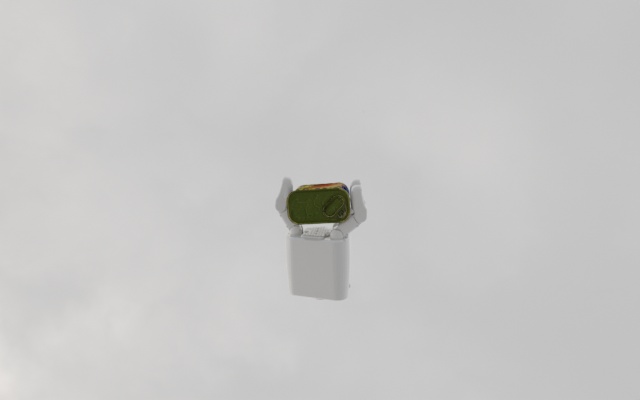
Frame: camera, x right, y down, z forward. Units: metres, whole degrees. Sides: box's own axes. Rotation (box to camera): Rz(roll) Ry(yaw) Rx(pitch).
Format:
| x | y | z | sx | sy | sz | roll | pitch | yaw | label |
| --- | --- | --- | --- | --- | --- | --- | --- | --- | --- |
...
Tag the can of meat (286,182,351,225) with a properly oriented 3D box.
| x | y | z | sx | sy | sz | roll | pitch | yaw | label |
| --- | --- | --- | --- | --- | --- | --- | --- | --- | --- |
| 0.000 | 0.002 | 0.799 | 0.102 | 0.057 | 0.084 | -3 | 10 | 6 | can of meat |
